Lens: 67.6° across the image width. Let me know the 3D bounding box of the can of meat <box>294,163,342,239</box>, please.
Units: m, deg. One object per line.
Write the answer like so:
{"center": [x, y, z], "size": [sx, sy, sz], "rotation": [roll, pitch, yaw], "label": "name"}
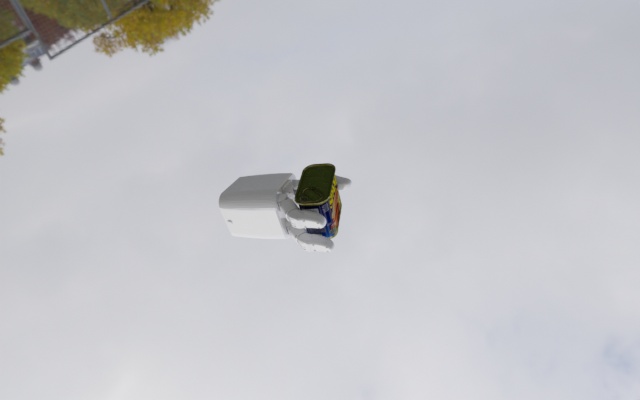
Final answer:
{"center": [0.000, 0.003, 0.785], "size": [0.057, 0.084, 0.102], "rotation": [-3, 40, 14], "label": "can of meat"}
